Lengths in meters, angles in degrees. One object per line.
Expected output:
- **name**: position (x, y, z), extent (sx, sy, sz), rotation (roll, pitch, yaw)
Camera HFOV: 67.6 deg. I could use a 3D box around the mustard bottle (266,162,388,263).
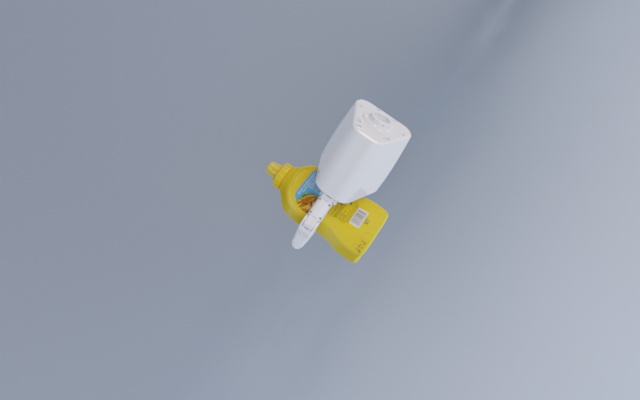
- **mustard bottle**: position (0.000, 0.003, 0.715), extent (0.191, 0.096, 0.058), rotation (35, -32, 5)
